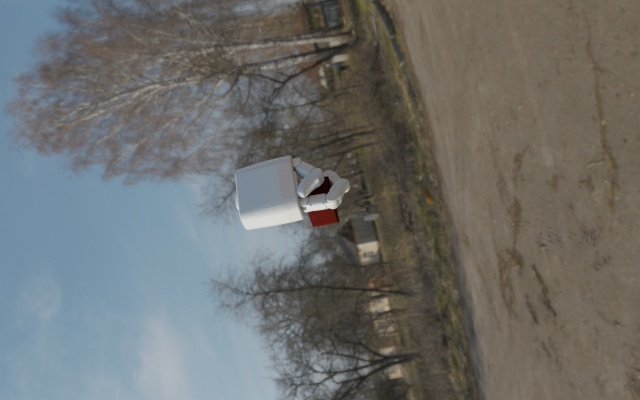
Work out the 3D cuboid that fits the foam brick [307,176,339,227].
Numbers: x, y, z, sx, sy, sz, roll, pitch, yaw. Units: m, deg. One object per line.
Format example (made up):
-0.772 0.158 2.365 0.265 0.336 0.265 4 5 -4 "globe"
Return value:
0.000 0.003 0.878 0.051 0.053 0.078 -13 -43 4 "foam brick"
